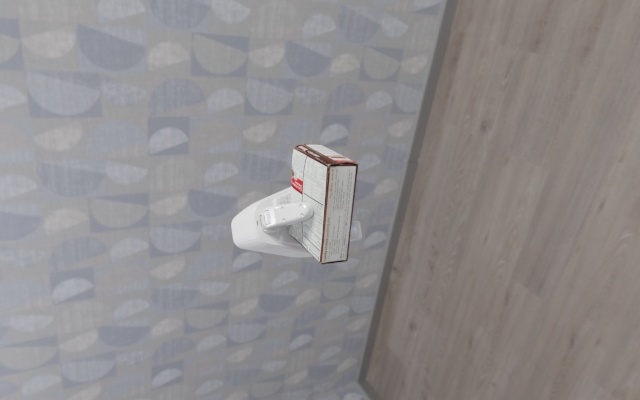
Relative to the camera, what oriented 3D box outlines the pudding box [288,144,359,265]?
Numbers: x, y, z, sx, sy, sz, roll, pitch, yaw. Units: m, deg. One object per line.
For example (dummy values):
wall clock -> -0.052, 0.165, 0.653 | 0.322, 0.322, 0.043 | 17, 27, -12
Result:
pudding box -> 0.000, 0.002, 0.528 | 0.039, 0.113, 0.090 | -7, 22, -27
